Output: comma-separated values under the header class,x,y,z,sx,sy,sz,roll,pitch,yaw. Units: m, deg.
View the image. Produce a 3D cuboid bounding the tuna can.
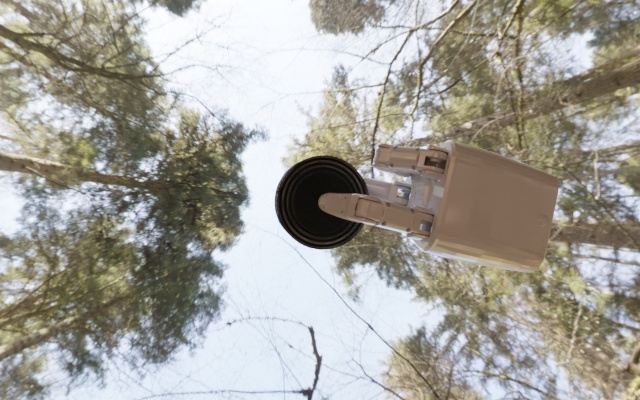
class,x,y,z,sx,sy,sz,roll,pitch,yaw
tuna can,0.000,0.001,0.447,0.086,0.086,0.034,0,2,-12
